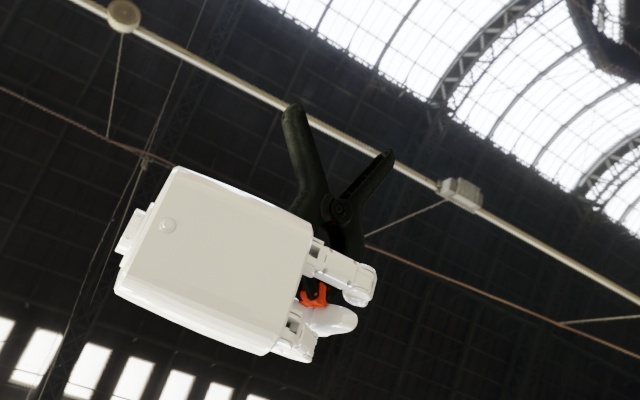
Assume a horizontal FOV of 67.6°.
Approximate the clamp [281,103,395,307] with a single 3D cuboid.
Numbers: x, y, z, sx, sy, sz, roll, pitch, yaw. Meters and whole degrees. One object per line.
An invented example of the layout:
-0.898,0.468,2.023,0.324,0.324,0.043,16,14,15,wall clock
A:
0.000,0.002,0.411,0.120,0.171,0.039,27,-28,-18,clamp
